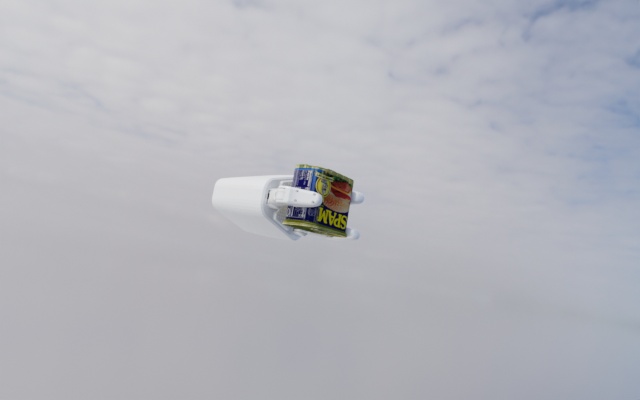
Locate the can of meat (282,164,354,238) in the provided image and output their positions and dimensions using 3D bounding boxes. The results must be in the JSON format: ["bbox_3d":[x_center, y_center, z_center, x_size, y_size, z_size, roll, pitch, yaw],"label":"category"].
[{"bbox_3d":[0.000,0.002,0.668,0.057,0.084,0.102,3,-11,37],"label":"can of meat"}]
